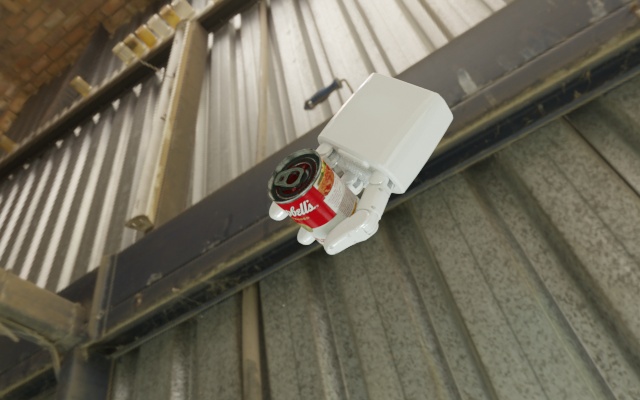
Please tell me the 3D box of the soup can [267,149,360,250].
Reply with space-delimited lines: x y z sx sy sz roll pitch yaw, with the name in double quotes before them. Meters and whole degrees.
"soup can" 0.000 0.002 0.517 0.068 0.068 0.102 0 -34 42
